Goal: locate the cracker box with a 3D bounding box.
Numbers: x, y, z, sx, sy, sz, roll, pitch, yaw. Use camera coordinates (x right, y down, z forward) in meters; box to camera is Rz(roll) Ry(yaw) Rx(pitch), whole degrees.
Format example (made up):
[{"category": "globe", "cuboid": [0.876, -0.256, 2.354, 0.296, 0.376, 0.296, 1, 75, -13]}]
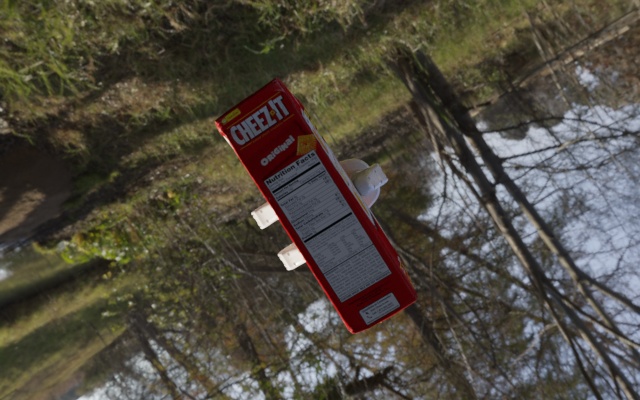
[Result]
[{"category": "cracker box", "cuboid": [0.000, 0.002, 0.461, 0.072, 0.214, 0.164, -33, 3, 6]}]
